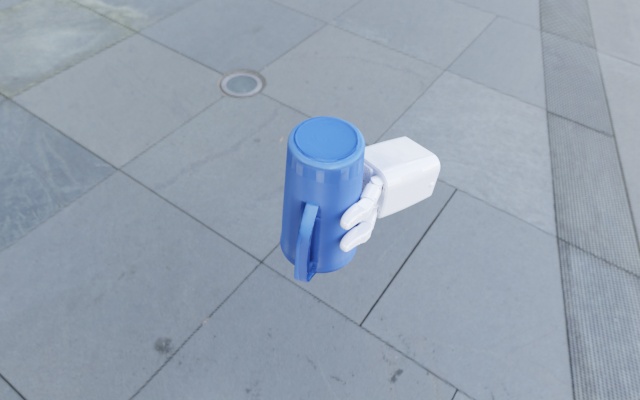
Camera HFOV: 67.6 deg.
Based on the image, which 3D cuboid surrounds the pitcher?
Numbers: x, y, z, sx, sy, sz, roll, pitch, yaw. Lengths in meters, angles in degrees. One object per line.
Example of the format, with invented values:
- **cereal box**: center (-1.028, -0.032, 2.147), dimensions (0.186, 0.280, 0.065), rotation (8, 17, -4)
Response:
- **pitcher**: center (0.000, 0.002, 0.733), dimensions (0.145, 0.149, 0.243), rotation (-19, -37, -19)
